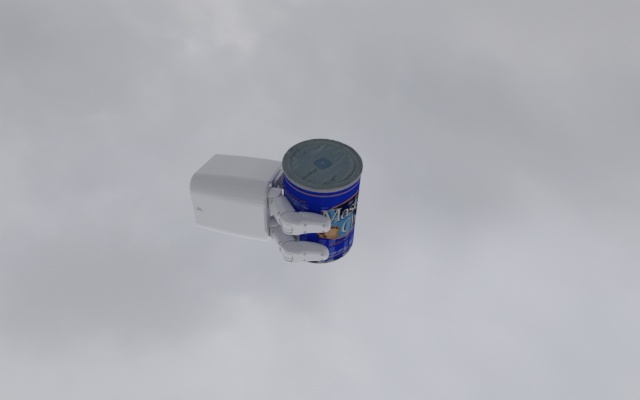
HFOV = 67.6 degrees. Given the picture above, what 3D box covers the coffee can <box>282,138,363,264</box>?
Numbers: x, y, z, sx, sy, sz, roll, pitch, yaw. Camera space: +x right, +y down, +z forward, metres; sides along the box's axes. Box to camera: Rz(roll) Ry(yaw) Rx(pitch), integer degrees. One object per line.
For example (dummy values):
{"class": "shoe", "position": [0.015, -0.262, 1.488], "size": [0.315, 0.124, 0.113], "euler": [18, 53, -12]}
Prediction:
{"class": "coffee can", "position": [0.000, 0.002, 0.651], "size": [0.103, 0.140, 0.102], "euler": [2, 43, -1]}
